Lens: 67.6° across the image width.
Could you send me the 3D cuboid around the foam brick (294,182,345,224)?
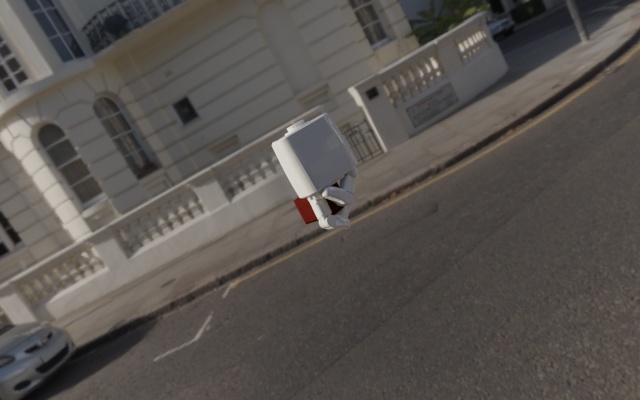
[{"bbox_3d":[0.000,0.003,0.864,0.078,0.051,0.053,-19,15,49],"label":"foam brick"}]
